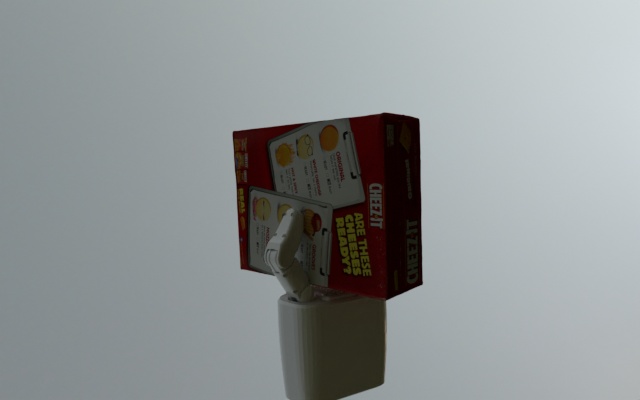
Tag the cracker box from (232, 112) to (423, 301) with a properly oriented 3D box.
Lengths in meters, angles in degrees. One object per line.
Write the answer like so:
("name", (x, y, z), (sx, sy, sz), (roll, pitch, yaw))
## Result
("cracker box", (0.000, 0.002, 0.502), (0.213, 0.164, 0.072), (2, 6, 43))
